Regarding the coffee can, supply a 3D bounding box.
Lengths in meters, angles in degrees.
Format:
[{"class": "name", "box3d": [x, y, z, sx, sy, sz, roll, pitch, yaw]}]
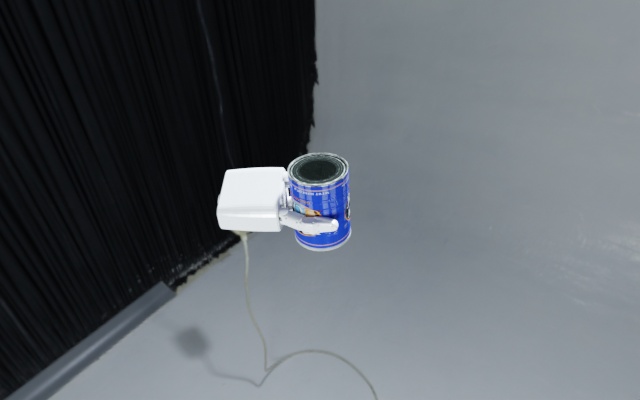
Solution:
[{"class": "coffee can", "box3d": [0.000, 0.003, 0.831, 0.103, 0.140, 0.102, -3, 36, 2]}]
